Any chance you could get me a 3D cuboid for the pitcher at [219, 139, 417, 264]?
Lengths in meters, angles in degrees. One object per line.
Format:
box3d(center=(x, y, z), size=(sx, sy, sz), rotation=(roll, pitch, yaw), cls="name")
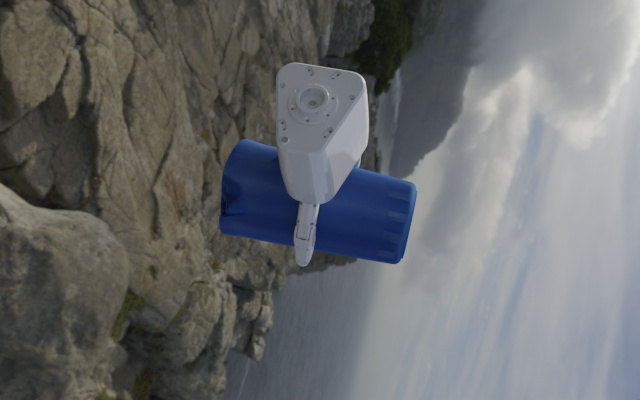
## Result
box3d(center=(0.000, 0.002, 0.638), size=(0.243, 0.149, 0.145), rotation=(12, -26, 10), cls="pitcher")
